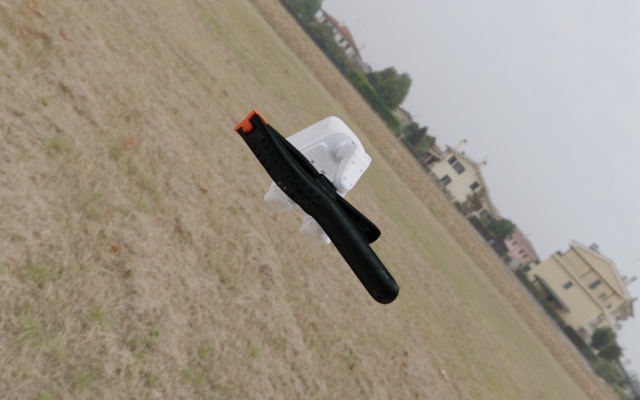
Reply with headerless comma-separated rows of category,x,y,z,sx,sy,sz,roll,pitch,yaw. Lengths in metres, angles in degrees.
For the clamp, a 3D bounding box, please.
clamp,0.000,0.001,0.461,0.036,0.210,0.164,-41,18,10
